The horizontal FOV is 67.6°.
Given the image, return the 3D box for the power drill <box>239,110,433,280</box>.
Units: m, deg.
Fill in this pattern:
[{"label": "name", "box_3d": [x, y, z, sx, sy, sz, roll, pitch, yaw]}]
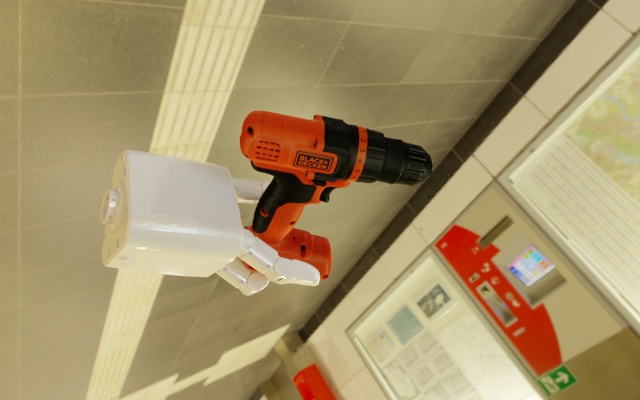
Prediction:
[{"label": "power drill", "box_3d": [0.000, 0.002, 0.489, 0.184, 0.188, 0.057, 11, 40, -11]}]
